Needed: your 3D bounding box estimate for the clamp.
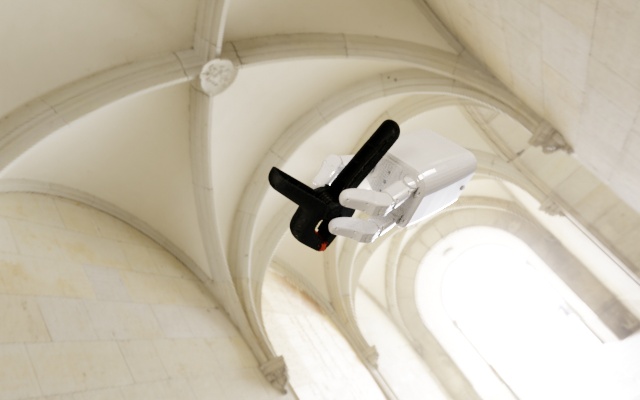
[{"bbox_3d":[0.000,0.002,0.572,0.164,0.036,0.210,-20,-31,-29],"label":"clamp"}]
